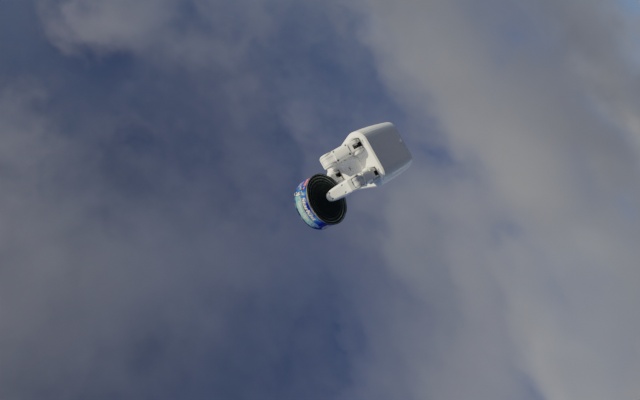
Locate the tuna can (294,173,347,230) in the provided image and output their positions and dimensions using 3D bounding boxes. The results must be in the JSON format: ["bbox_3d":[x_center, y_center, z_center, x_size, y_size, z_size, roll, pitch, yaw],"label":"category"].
[{"bbox_3d":[0.000,0.003,0.760,0.086,0.086,0.034,0,-20,-45],"label":"tuna can"}]
